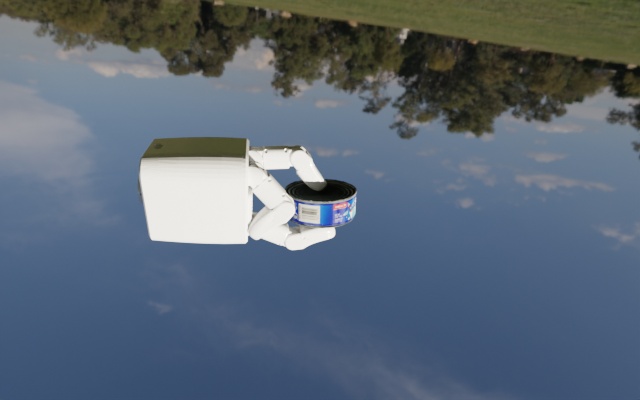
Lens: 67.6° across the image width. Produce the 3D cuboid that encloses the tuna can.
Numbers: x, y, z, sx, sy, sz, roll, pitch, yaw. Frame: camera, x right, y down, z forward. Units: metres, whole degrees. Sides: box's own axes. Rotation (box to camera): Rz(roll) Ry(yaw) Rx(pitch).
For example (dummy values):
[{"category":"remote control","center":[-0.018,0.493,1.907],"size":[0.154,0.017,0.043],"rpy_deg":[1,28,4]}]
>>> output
[{"category":"tuna can","center":[0.000,0.002,0.572],"size":[0.086,0.034,0.086],"rpy_deg":[1,20,0]}]
